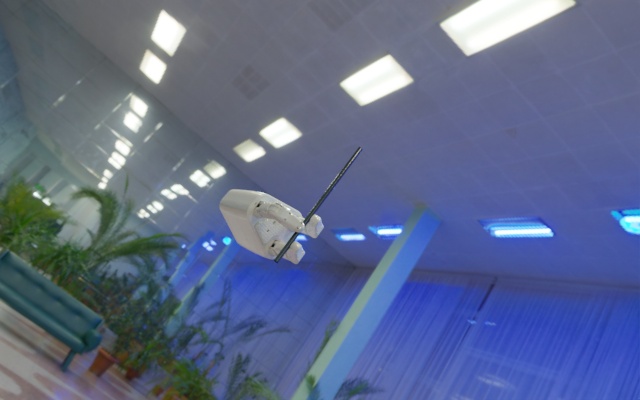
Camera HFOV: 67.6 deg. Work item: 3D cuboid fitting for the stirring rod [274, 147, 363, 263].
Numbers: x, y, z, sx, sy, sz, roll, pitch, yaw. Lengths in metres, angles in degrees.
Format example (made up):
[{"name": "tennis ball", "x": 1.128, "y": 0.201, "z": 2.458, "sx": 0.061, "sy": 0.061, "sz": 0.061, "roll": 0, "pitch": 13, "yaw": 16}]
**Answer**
[{"name": "stirring rod", "x": 0.000, "y": 0.003, "z": 0.765, "sx": 0.011, "sy": 0.239, "sz": 0.011, "roll": 32, "pitch": -21, "yaw": 14}]
